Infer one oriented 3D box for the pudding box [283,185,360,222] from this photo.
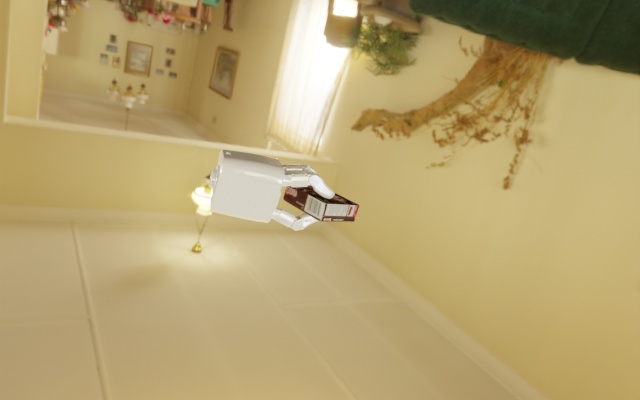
[{"bbox_3d":[0.000,0.003,0.879,0.090,0.039,0.113,2,21,-44],"label":"pudding box"}]
